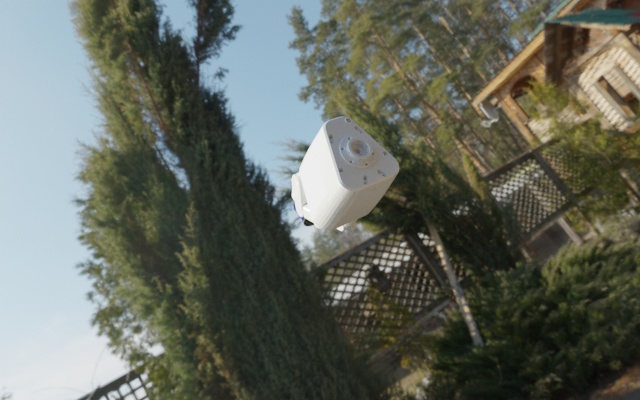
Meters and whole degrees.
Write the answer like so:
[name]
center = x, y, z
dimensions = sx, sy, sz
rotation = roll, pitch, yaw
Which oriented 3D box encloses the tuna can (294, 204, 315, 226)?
[tuna can]
center = 0.000, 0.002, 0.766
dimensions = 0.086, 0.033, 0.086
rotation = -32, -18, -12
